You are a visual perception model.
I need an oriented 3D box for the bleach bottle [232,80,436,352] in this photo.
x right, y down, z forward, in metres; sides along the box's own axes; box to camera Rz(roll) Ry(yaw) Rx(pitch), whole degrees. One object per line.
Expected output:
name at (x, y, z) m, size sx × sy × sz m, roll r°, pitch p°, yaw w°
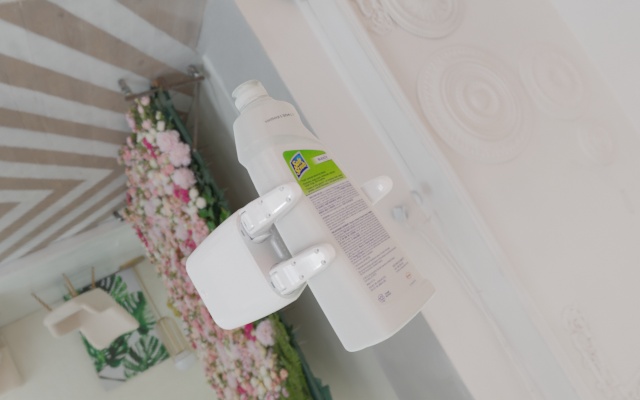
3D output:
bleach bottle at (0.000, 0.001, 0.434) m, size 0.068 × 0.251 × 0.102 m, roll -36°, pitch -8°, yaw 40°
